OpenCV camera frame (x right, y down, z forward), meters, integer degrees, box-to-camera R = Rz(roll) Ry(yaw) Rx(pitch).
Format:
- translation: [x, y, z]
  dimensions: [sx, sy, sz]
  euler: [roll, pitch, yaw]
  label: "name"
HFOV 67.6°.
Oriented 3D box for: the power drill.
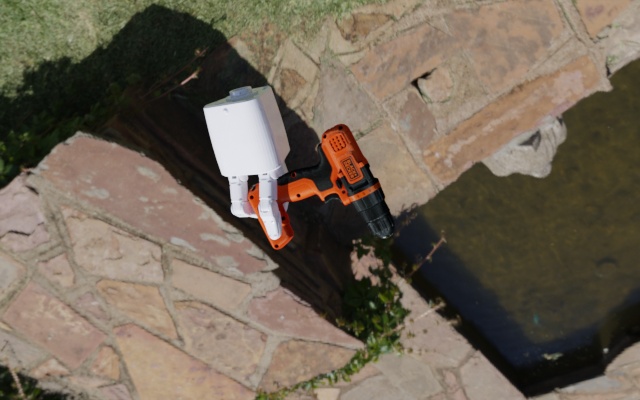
- translation: [0.000, 0.002, 0.725]
  dimensions: [0.187, 0.184, 0.057]
  euler: [-26, 3, 11]
  label: "power drill"
